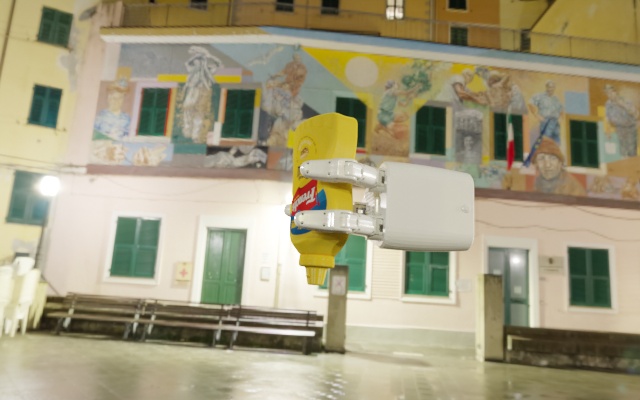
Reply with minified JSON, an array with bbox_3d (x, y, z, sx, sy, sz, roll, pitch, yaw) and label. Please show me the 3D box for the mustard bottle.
[{"bbox_3d":[0.000,0.002,0.556,0.058,0.191,0.096,10,-13,-34],"label":"mustard bottle"}]
